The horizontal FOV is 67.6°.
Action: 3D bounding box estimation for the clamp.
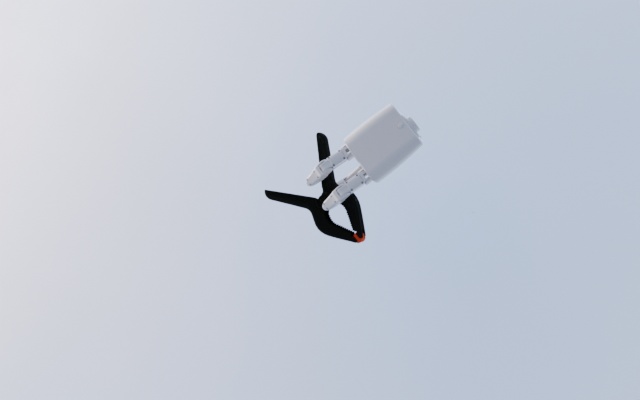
[{"bbox_3d":[0.001,0.003,0.886,0.164,0.210,0.036,-39,-12,18],"label":"clamp"}]
